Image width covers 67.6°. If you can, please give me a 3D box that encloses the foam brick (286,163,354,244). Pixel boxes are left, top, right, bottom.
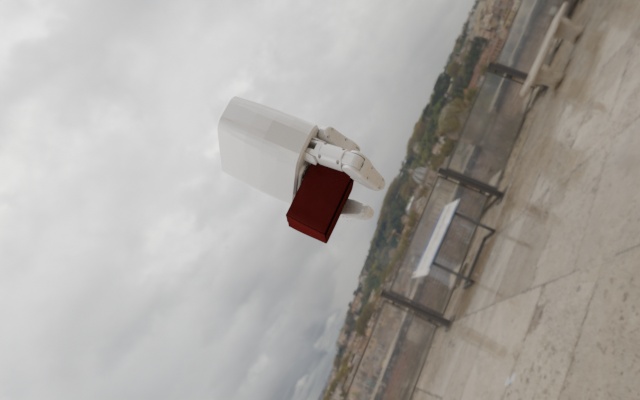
[{"bbox_3d":[0.000,0.002,0.550,0.051,0.078,0.053,24,-16,7],"label":"foam brick"}]
